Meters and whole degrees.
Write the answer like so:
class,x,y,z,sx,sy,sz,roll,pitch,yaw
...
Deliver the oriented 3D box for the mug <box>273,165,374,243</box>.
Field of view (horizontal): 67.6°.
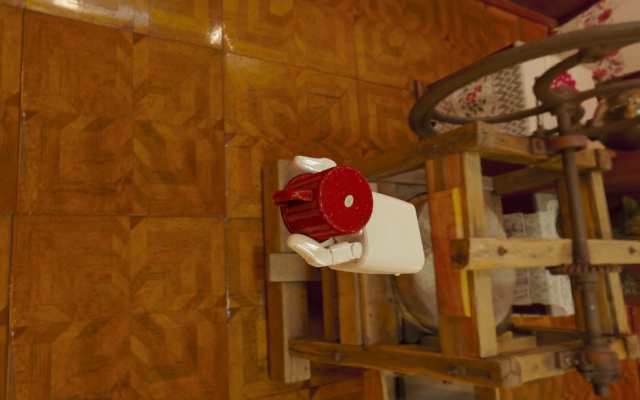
class,x,y,z,sx,sy,sz,roll,pitch,yaw
mug,-0.001,0.002,0.573,0.117,0.093,0.081,12,-15,-31
